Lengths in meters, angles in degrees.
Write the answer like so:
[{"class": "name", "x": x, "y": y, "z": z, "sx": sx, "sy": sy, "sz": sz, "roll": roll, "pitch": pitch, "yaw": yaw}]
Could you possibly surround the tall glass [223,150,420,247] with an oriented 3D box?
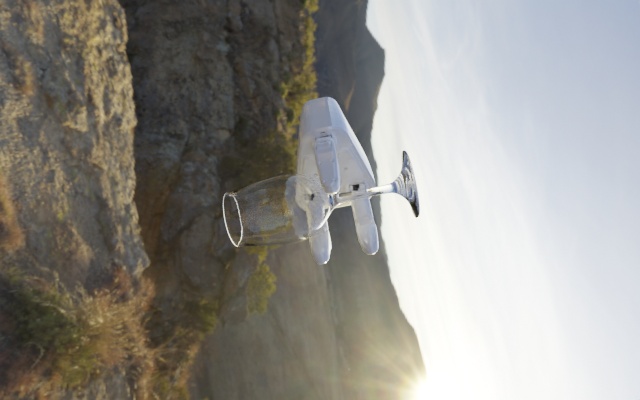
[{"class": "tall glass", "x": 0.001, "y": 0.002, "z": 0.519, "sx": 0.201, "sy": 0.079, "sz": 0.079, "roll": -11, "pitch": -1, "yaw": 3}]
